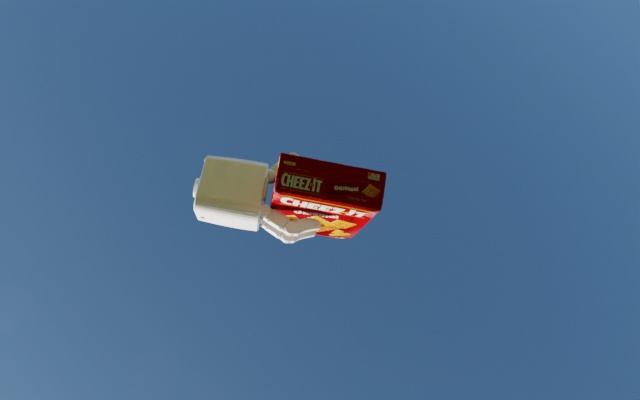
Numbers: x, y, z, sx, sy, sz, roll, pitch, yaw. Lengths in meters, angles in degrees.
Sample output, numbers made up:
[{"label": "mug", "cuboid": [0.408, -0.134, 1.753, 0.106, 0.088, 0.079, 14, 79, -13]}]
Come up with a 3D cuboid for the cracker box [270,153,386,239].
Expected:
[{"label": "cracker box", "cuboid": [0.000, 0.002, 0.800, 0.164, 0.072, 0.214, 10, -17, -6]}]
